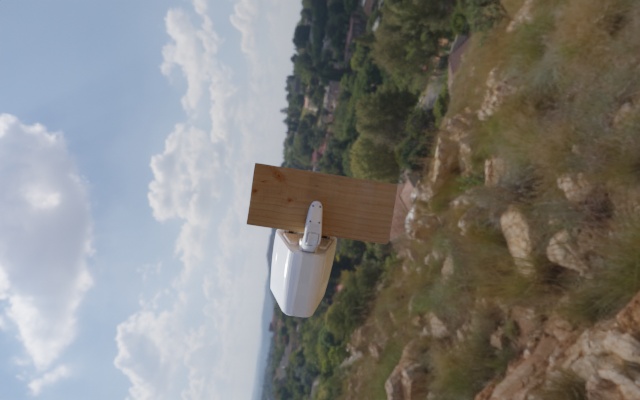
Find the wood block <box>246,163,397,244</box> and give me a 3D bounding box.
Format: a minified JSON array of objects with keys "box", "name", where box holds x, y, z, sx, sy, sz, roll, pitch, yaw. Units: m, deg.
[{"box":[0.000,0.003,0.720,0.206,0.090,0.091,8,4,-5],"name":"wood block"}]
